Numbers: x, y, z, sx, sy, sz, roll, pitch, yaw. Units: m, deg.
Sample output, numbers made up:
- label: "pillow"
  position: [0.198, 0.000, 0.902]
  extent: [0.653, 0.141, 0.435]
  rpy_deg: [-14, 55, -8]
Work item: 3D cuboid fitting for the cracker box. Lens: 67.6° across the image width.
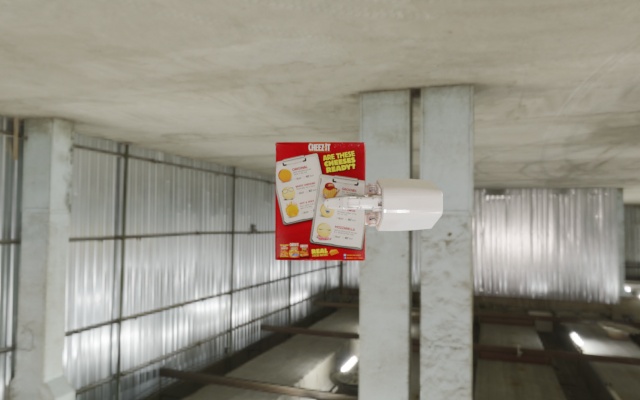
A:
- label: "cracker box"
  position: [0.000, 0.003, 0.882]
  extent: [0.164, 0.213, 0.072]
  rpy_deg: [0, -2, 0]
